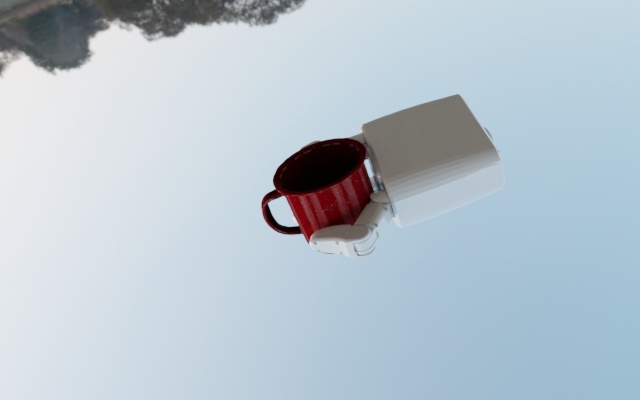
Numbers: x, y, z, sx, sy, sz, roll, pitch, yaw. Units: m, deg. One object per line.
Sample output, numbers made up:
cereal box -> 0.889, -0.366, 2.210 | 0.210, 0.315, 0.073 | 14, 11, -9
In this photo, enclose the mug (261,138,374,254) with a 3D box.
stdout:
mug -> -0.001, 0.002, 0.469 | 0.117, 0.081, 0.093 | -19, 32, 5
